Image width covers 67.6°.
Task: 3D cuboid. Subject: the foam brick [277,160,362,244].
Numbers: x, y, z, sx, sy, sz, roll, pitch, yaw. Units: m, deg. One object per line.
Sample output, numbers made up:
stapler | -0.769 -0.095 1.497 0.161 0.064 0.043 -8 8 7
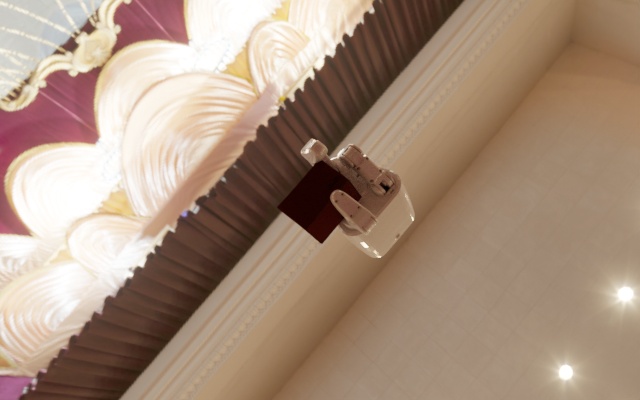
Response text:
foam brick | 0.000 0.002 0.564 0.053 0.078 0.051 39 -5 32
